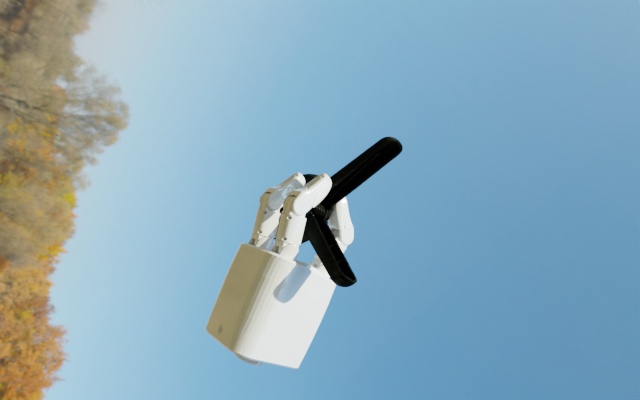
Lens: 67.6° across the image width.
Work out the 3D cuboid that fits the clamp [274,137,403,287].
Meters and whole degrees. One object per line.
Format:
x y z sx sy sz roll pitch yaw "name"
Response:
0.000 0.002 0.549 0.036 0.164 0.210 34 -15 -32 "clamp"
